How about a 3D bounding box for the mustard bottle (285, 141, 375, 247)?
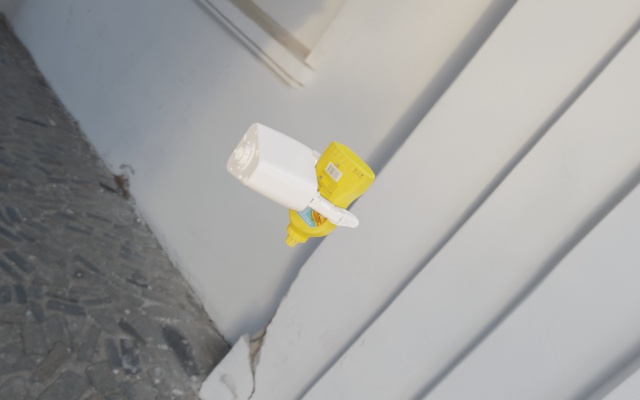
[{"bbox_3d":[0.001,0.003,0.800,0.096,0.192,0.058,48,20,29],"label":"mustard bottle"}]
